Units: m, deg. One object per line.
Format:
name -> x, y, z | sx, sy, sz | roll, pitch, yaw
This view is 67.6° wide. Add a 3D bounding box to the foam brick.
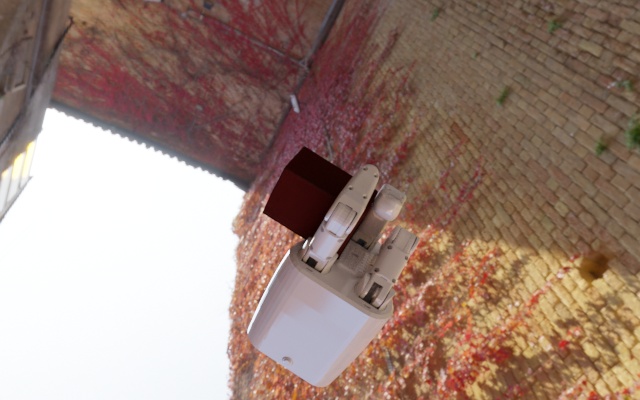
foam brick -> 0.000, 0.001, 0.408 | 0.078, 0.051, 0.053 | 32, 31, 3
